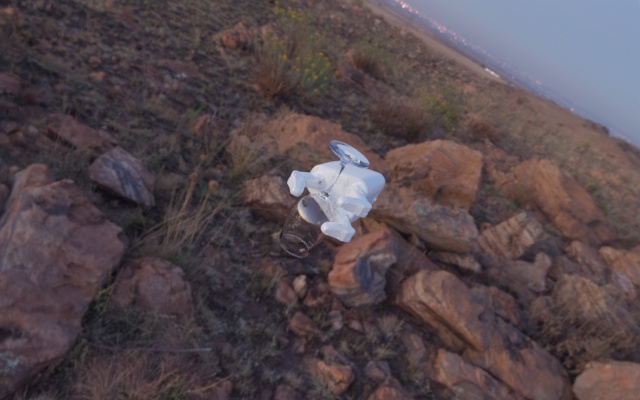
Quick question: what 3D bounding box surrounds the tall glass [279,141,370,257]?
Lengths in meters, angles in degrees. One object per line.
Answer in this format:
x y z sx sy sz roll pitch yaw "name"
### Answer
0.000 0.002 0.805 0.079 0.201 0.079 25 25 -13 "tall glass"
